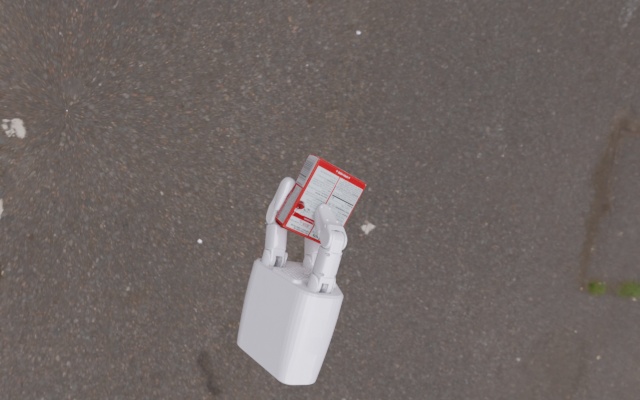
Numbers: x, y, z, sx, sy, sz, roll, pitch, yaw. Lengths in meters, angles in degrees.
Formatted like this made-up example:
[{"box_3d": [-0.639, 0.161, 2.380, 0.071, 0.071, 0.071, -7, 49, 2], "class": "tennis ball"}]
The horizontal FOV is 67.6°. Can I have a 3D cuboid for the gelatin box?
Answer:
[{"box_3d": [0.000, 0.002, 0.550, 0.073, 0.089, 0.030, 26, 5, -31], "class": "gelatin box"}]
